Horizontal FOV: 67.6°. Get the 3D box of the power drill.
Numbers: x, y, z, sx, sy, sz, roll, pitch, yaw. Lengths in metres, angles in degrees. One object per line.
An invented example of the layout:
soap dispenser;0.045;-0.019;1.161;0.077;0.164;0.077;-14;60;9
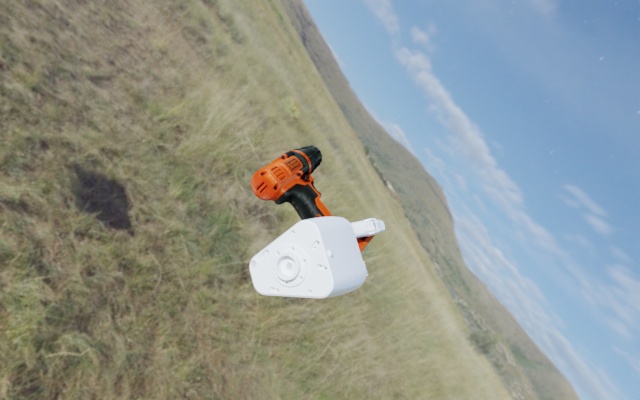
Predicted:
power drill;0.000;0.003;0.727;0.057;0.187;0.184;-45;-3;32
